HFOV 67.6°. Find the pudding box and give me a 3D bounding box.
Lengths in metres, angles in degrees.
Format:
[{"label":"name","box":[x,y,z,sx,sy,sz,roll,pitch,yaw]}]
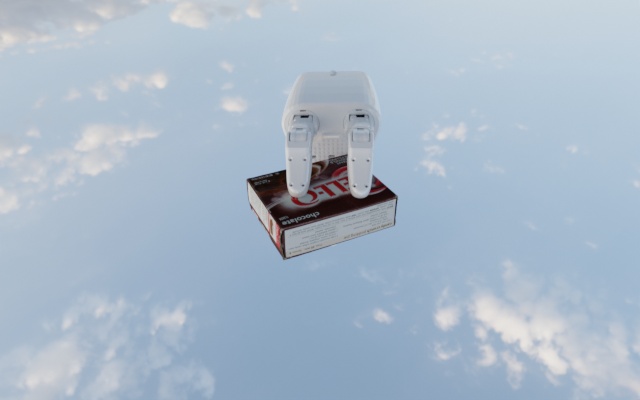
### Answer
[{"label":"pudding box","box":[0.000,0.002,0.437,0.113,0.039,0.090,-17,35,-19]}]
